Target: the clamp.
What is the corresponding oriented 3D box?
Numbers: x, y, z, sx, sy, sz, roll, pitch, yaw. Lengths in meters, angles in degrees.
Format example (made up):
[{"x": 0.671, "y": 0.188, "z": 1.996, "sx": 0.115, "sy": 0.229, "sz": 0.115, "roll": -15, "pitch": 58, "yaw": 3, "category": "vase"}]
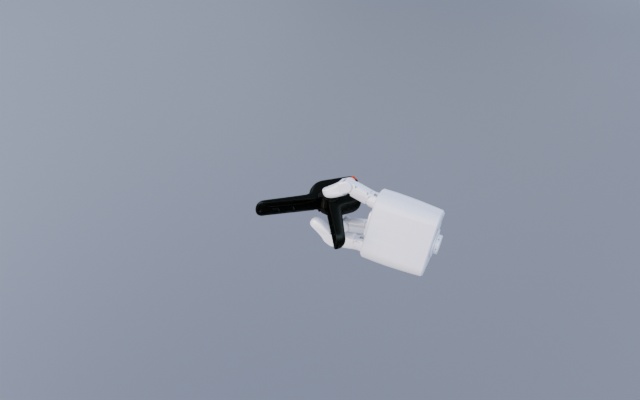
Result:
[{"x": 0.001, "y": 0.002, "z": 0.827, "sx": 0.164, "sy": 0.036, "sz": 0.210, "roll": 19, "pitch": 32, "yaw": 18, "category": "clamp"}]
